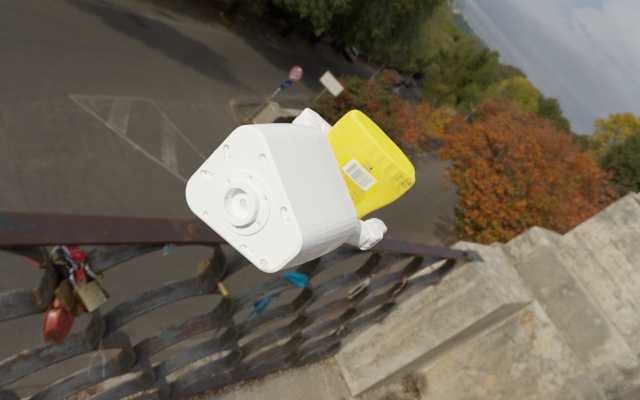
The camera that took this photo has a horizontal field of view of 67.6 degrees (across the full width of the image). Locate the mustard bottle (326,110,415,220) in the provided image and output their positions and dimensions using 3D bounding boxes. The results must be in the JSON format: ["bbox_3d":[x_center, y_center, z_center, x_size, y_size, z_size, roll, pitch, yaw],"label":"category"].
[{"bbox_3d":[0.000,0.001,0.508,0.192,0.096,0.058,-42,13,23],"label":"mustard bottle"}]
